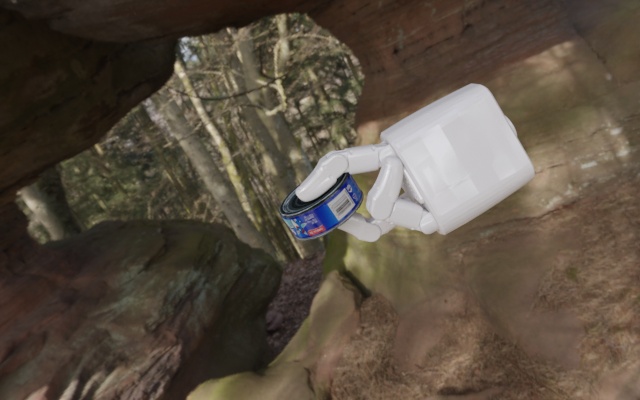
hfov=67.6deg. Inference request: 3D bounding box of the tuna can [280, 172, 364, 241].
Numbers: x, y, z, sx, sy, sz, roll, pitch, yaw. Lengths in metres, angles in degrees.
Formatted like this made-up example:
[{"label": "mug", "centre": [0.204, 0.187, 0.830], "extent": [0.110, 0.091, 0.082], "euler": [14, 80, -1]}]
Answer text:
[{"label": "tuna can", "centre": [0.000, 0.001, 0.500], "extent": [0.086, 0.034, 0.086], "euler": [-29, 21, 13]}]
